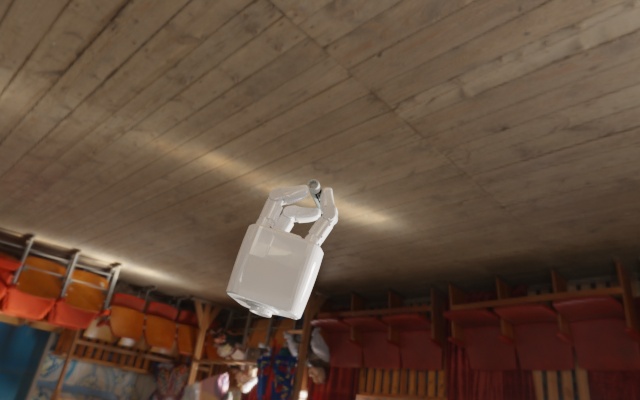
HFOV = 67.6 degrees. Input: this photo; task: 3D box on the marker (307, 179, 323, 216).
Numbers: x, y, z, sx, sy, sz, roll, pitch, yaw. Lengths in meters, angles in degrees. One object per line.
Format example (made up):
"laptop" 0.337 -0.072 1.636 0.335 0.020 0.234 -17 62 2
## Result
"marker" 0.000 0.002 0.776 0.020 0.020 0.121 0 -26 13
